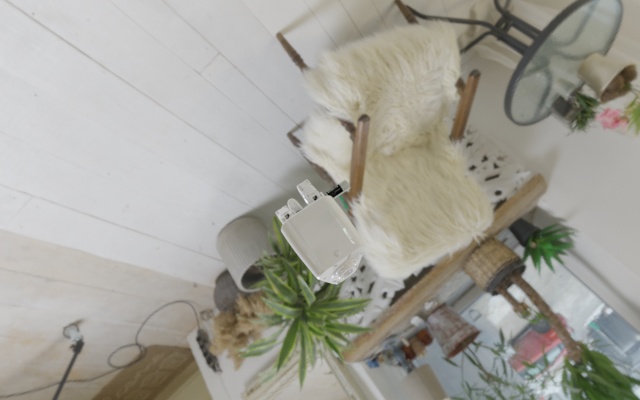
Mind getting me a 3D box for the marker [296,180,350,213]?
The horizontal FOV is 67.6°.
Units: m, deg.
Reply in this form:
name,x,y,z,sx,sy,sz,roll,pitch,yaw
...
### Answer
name,x,y,z,sx,sy,sz,roll,pitch,yaw
marker,0.000,0.003,0.864,0.121,0.020,0.020,-34,5,-8
